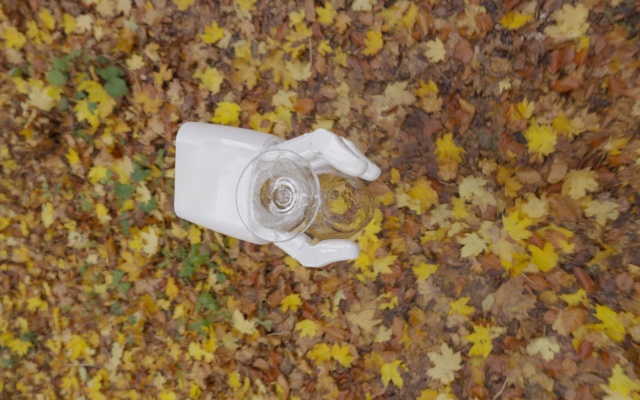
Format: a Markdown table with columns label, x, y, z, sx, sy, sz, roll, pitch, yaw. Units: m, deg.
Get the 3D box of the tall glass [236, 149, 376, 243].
| label | x | y | z | sx | sy | sz | roll | pitch | yaw |
| --- | --- | --- | --- | --- | --- | --- | --- | --- | --- |
| tall glass | 0.000 | 0.002 | 0.469 | 0.079 | 0.079 | 0.201 | 0 | -3 | 21 |
